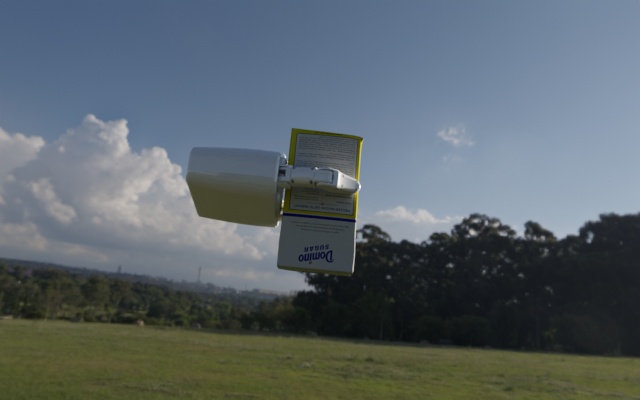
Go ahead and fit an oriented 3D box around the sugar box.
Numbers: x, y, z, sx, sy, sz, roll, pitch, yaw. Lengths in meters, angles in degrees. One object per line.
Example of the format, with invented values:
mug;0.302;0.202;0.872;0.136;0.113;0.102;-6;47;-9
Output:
sugar box;0.000;0.002;0.598;0.093;0.176;0.048;6;-13;-2
